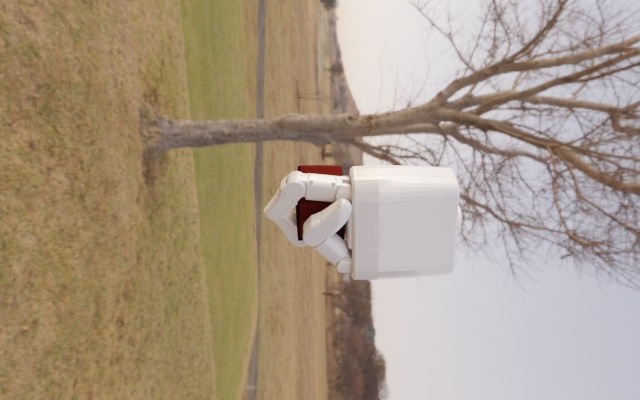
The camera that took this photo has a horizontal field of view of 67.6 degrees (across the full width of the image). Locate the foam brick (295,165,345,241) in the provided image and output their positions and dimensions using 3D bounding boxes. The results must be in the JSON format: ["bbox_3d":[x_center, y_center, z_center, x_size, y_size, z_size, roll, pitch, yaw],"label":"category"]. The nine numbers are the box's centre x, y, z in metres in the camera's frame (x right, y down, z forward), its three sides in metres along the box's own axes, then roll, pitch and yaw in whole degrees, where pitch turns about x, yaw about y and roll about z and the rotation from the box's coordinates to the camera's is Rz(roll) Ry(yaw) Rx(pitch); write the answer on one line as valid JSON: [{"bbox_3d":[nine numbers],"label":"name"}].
[{"bbox_3d":[0.000,0.001,0.529,0.051,0.053,0.078,-2,34,0],"label":"foam brick"}]
